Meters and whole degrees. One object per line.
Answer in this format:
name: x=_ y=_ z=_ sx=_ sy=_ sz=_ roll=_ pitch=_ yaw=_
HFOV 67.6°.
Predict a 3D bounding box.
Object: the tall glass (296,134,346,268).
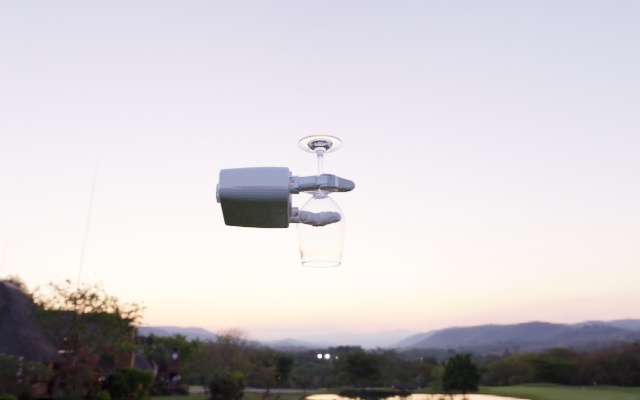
tall glass: x=0.000 y=0.002 z=0.755 sx=0.079 sy=0.201 sz=0.079 roll=-1 pitch=-17 yaw=0
